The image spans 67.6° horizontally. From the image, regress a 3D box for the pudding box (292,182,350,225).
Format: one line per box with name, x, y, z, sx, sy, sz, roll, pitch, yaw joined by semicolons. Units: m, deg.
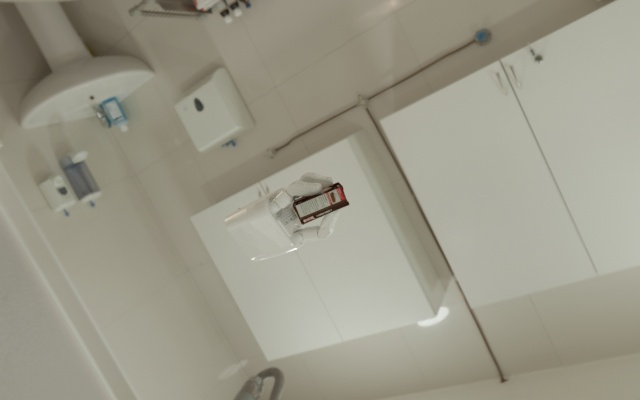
pudding box;0.000;0.003;0.827;0.090;0.039;0.113;-24;7;1
